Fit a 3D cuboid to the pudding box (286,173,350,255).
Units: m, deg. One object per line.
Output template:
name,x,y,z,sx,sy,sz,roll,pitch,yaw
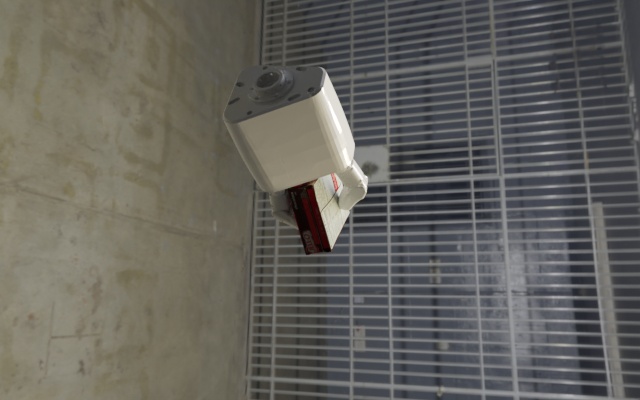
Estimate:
pudding box,0.000,0.002,0.597,0.039,0.090,0.113,-6,22,20
